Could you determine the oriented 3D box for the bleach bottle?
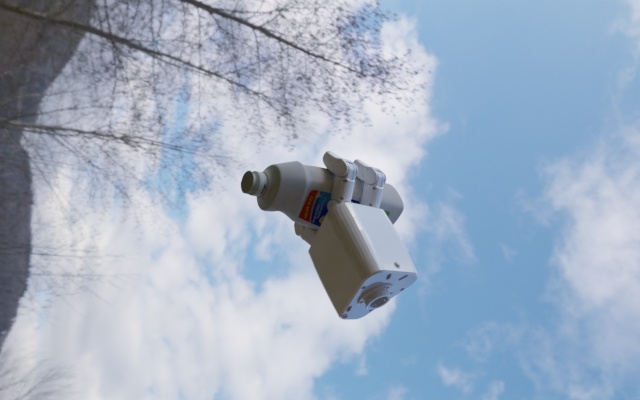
[{"bbox_3d":[0.000,0.002,0.660,0.251,0.068,0.103,11,-50,-40],"label":"bleach bottle"}]
